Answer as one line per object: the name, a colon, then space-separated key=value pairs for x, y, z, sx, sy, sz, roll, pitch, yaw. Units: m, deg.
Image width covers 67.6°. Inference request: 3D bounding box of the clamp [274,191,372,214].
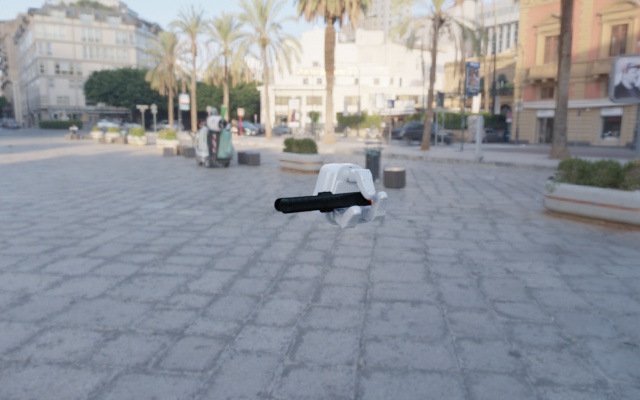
clamp: x=0.000 y=0.002 z=0.823 sx=0.171 sy=0.039 sz=0.120 roll=-3 pitch=7 yaw=-19
